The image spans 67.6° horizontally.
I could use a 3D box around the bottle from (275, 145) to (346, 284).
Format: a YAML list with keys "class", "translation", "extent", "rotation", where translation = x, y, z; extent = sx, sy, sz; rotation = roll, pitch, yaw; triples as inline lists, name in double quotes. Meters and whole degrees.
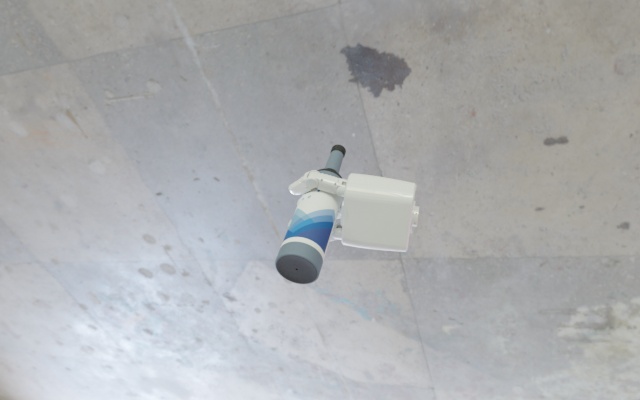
- class: "bottle"
  translation: [0.000, 0.003, 0.788]
  extent: [0.069, 0.069, 0.295]
  rotation: [0, 41, 18]
